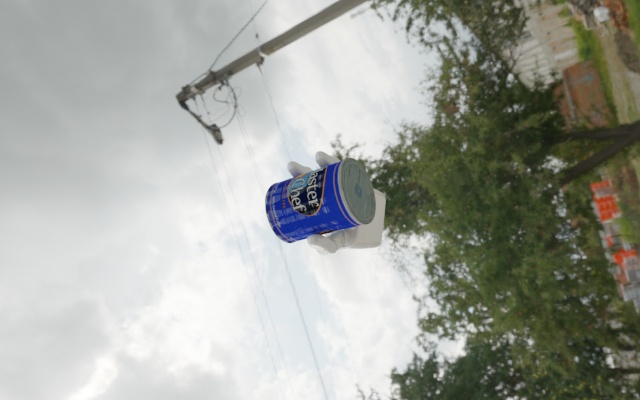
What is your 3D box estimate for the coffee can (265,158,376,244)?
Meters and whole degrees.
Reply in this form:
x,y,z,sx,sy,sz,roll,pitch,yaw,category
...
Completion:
x,y,z,sx,sy,sz,roll,pitch,yaw,category
0.000,0.002,0.739,0.140,0.103,0.103,-16,-8,30,coffee can
